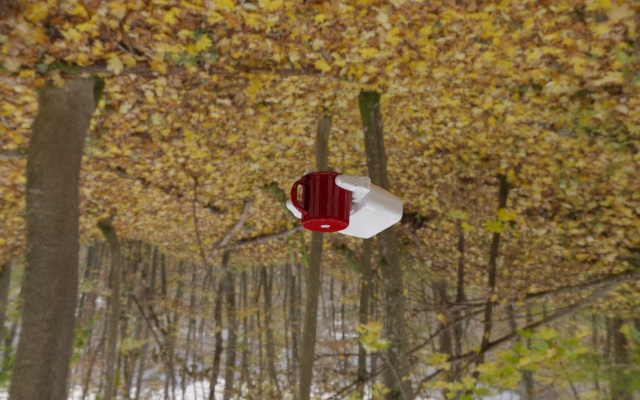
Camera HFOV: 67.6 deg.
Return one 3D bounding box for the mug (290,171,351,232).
[{"bbox_3d":[-0.001,0.002,0.798,0.117,0.081,0.093,18,-24,-38],"label":"mug"}]
